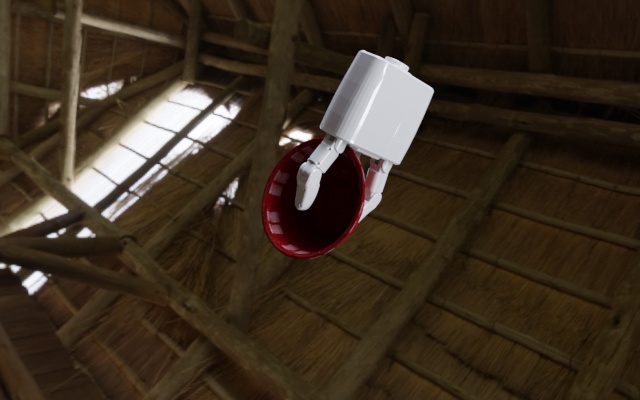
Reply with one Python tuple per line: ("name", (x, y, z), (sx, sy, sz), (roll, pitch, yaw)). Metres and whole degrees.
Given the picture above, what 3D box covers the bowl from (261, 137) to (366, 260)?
("bowl", (-0.001, 0.003, 0.628), (0.162, 0.162, 0.055), (0, -16, 35))
